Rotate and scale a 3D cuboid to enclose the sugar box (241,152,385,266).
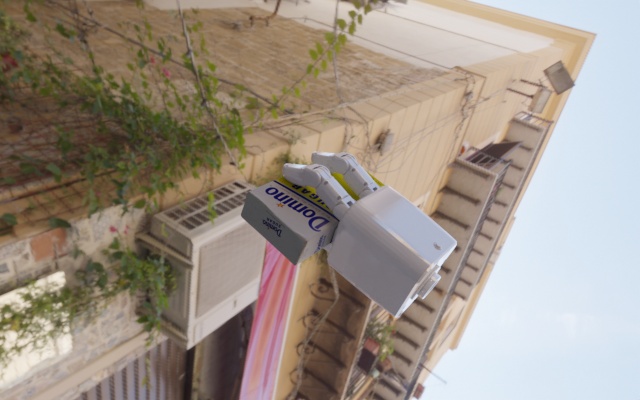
[{"bbox_3d":[0.000,0.002,0.580,0.093,0.048,0.176,39,38,20],"label":"sugar box"}]
